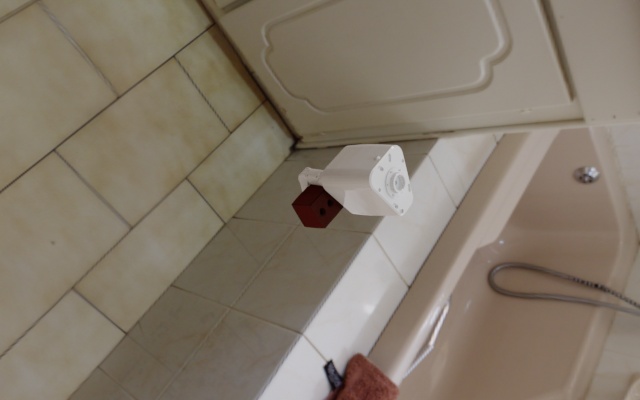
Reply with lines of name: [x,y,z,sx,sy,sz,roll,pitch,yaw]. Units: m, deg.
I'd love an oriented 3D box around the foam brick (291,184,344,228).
foam brick: [0.000,0.003,0.813,0.051,0.053,0.078,5,45,47]
